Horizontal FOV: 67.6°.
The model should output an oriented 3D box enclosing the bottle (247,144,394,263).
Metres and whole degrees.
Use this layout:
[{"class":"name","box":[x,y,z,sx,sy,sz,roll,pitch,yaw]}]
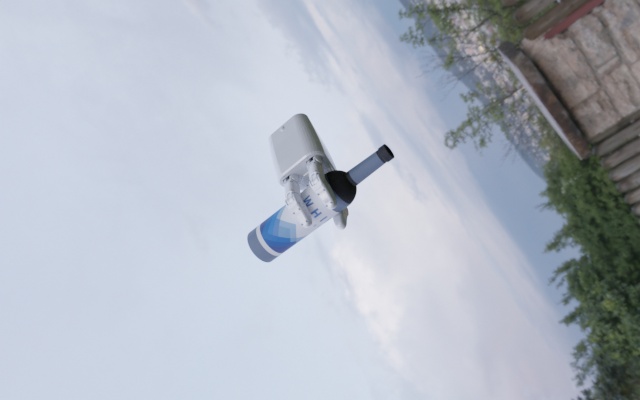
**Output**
[{"class":"bottle","box":[0.000,0.003,0.812,0.296,0.069,0.069,-37,-16,22]}]
